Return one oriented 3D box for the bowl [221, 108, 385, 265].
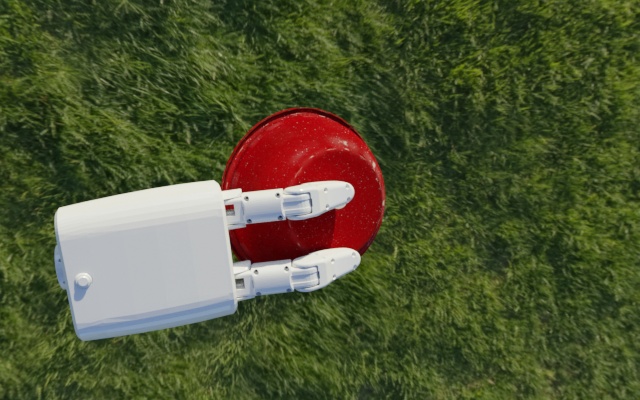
[{"bbox_3d":[0.001,0.001,0.407,0.162,0.162,0.055,0,6,-30],"label":"bowl"}]
